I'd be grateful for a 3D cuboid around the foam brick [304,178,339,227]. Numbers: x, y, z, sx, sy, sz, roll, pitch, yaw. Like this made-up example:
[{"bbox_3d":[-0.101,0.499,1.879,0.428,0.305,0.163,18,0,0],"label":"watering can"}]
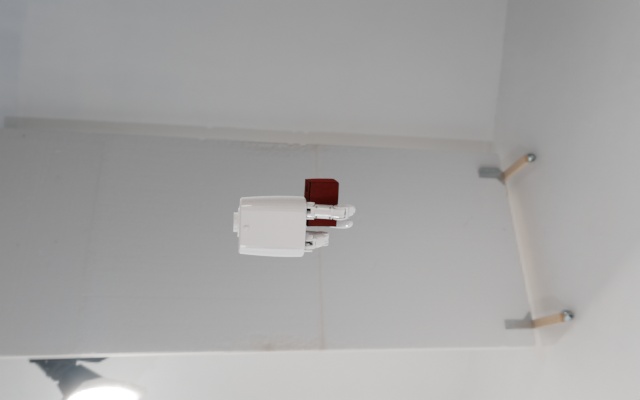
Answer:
[{"bbox_3d":[0.000,0.002,0.814,0.051,0.078,0.053,2,8,-10],"label":"foam brick"}]
